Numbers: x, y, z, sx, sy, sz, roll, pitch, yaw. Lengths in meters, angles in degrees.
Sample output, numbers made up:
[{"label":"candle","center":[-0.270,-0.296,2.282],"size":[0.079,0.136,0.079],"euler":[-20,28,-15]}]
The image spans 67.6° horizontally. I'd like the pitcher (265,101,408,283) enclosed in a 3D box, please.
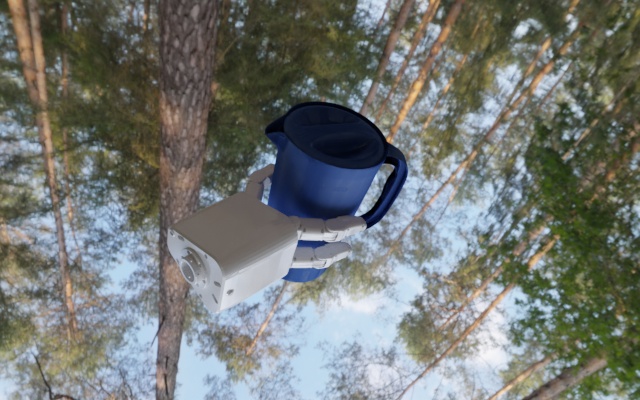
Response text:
[{"label":"pitcher","center":[0.000,0.002,0.649],"size":[0.149,0.243,0.145],"euler":[40,45,22]}]
